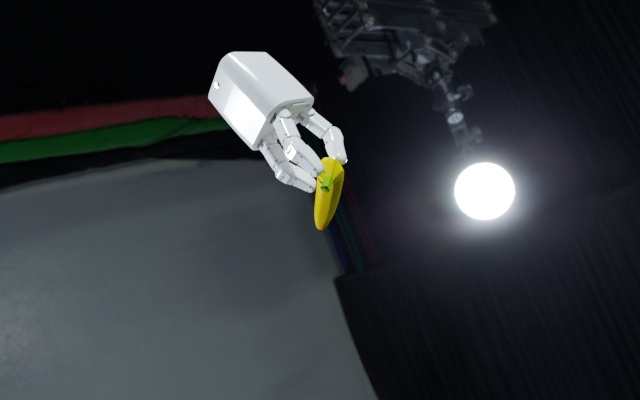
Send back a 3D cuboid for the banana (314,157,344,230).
[{"bbox_3d":[0.008,-0.015,0.696,0.037,0.069,0.198,24,-17,8],"label":"banana"}]
